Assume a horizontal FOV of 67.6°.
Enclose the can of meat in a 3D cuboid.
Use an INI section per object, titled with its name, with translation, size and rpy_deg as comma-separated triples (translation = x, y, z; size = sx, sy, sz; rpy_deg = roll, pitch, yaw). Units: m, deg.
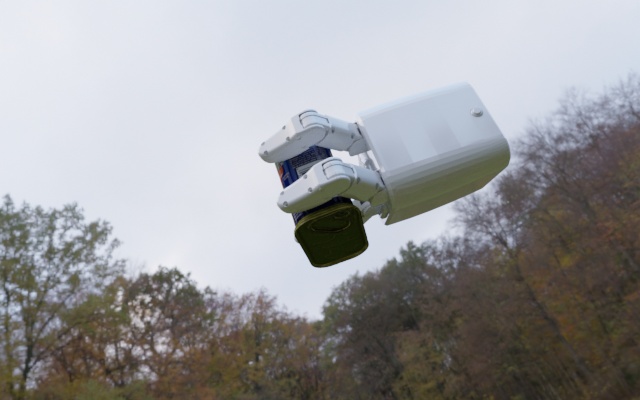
[can of meat]
translation = 0.000, 0.001, 0.434
size = 0.057, 0.084, 0.102
rpy_deg = -20, -30, 1
